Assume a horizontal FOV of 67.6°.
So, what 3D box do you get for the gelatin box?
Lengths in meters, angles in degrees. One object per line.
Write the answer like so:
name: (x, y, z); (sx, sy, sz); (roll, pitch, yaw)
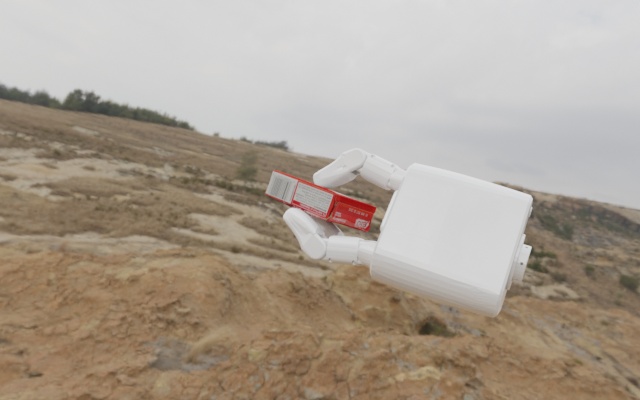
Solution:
gelatin box: (0.000, 0.001, 0.484); (0.089, 0.030, 0.073); (22, 2, 38)
